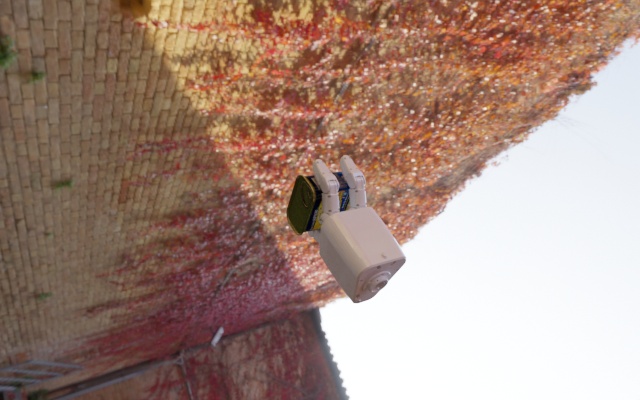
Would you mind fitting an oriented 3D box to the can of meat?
[{"bbox_3d":[0.000,0.003,0.786,0.084,0.102,0.057,-10,46,-32],"label":"can of meat"}]
